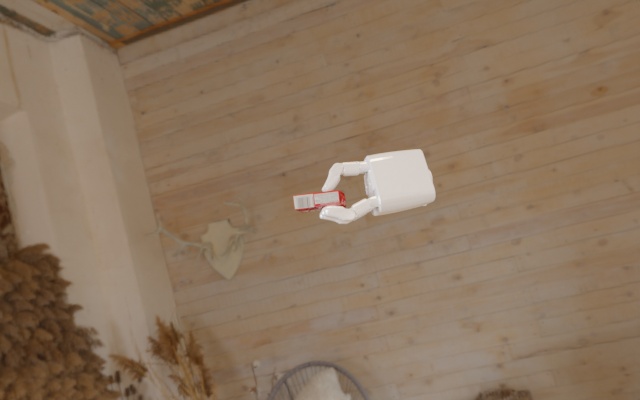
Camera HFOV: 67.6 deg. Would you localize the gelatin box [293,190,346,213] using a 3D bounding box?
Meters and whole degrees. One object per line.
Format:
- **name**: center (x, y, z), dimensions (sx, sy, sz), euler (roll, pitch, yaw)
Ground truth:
- **gelatin box**: center (0.000, 0.003, 0.892), dimensions (0.089, 0.030, 0.073), euler (-7, -6, 8)
